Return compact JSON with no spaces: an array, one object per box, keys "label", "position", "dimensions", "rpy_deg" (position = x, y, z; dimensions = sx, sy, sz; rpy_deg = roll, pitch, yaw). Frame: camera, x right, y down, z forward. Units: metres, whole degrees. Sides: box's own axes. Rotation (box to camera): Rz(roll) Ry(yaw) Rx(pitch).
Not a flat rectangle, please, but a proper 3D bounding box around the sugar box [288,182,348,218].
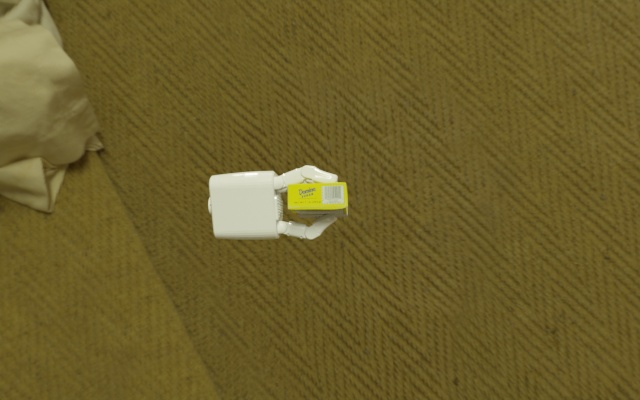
[{"label":"sugar box","position":[0.000,0.002,0.813],"dimensions":[0.093,0.048,0.176],"rpy_deg":[-1,-4,3]}]
